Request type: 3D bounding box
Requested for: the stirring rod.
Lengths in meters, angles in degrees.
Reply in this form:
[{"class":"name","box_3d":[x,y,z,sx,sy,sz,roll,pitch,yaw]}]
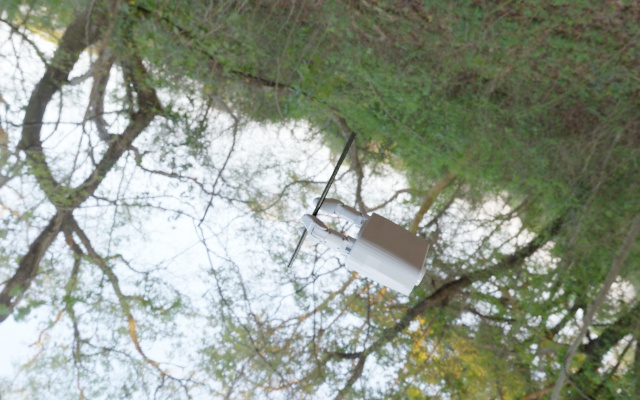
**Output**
[{"class":"stirring rod","box_3d":[0.000,0.002,0.747,0.011,0.239,0.011,25,13,-6]}]
